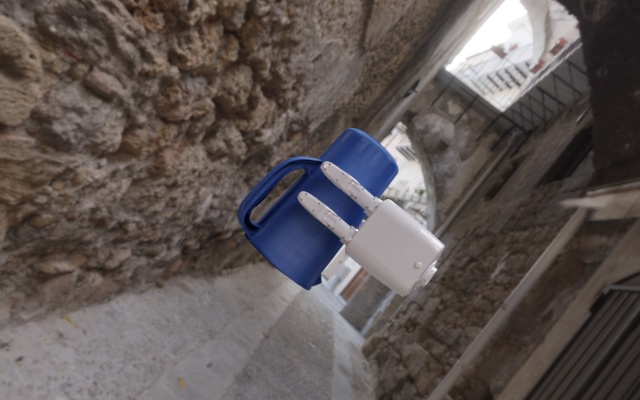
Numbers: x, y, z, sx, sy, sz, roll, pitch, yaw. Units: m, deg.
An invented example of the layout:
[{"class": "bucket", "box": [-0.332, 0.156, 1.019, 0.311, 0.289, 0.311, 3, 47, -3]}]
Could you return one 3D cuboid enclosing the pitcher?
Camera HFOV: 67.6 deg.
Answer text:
[{"class": "pitcher", "box": [0.000, 0.003, 0.737, 0.145, 0.243, 0.149, 39, -4, 20]}]
